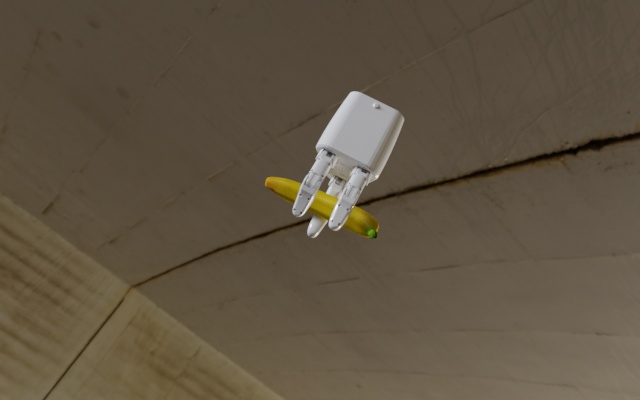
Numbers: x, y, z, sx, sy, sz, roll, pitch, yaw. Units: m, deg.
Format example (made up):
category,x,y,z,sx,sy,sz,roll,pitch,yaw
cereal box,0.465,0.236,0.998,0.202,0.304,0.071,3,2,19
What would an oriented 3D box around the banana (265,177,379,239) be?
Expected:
category,x,y,z,sx,sy,sz,roll,pitch,yaw
banana,0.010,0.009,0.696,0.197,0.037,0.070,24,-5,28
